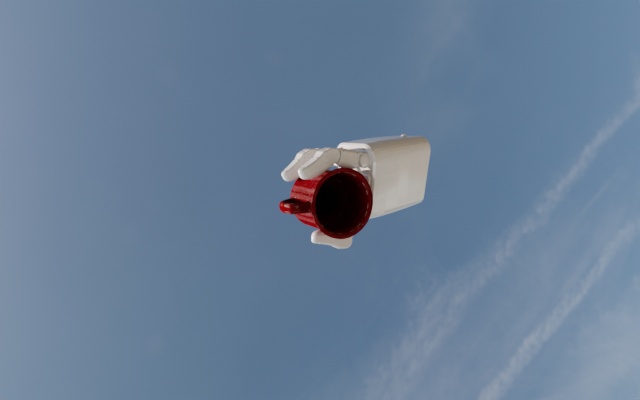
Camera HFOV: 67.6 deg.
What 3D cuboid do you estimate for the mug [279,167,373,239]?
[{"bbox_3d":[-0.001,0.002,0.643,0.117,0.093,0.081,-12,12,-27],"label":"mug"}]
